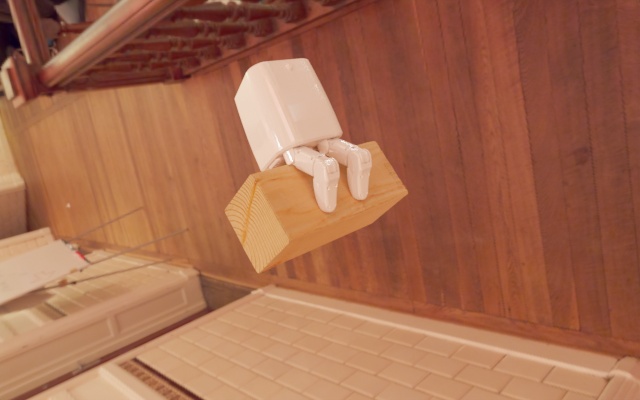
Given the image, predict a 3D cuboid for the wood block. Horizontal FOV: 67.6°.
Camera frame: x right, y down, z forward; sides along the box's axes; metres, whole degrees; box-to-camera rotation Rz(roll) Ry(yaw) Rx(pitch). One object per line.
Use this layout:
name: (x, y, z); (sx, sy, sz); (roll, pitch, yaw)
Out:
wood block: (0.000, 0.002, 0.601); (0.206, 0.090, 0.091); (-20, -17, -40)
